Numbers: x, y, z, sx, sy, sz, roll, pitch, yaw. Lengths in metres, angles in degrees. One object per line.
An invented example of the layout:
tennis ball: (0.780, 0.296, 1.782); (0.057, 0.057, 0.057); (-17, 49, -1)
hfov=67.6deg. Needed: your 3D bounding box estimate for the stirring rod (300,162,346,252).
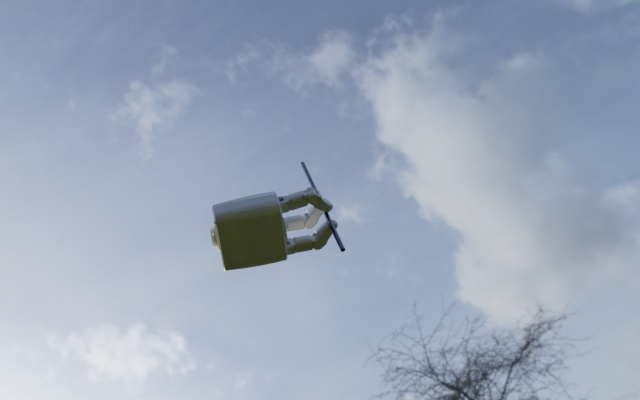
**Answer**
stirring rod: (0.000, 0.003, 0.825); (0.011, 0.011, 0.239); (0, 38, -22)
